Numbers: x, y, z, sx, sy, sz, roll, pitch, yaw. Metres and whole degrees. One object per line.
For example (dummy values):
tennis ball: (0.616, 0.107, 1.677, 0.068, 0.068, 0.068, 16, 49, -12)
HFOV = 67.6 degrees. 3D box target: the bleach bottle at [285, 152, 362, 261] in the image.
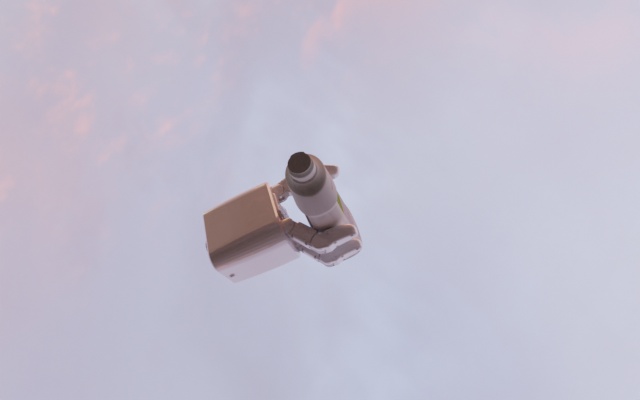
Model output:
bleach bottle: (0.000, 0.002, 0.653, 0.068, 0.102, 0.251, -26, -28, 1)
